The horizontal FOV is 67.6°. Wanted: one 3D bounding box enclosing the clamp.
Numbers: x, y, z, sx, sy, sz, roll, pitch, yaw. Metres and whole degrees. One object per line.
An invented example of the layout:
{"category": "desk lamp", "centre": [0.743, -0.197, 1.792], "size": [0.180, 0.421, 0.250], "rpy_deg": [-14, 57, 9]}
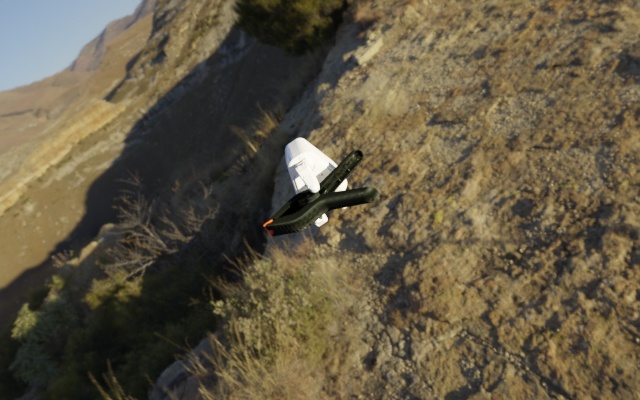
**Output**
{"category": "clamp", "centre": [-0.001, 0.002, 0.787], "size": [0.210, 0.036, 0.164], "rpy_deg": [-34, 25, 5]}
